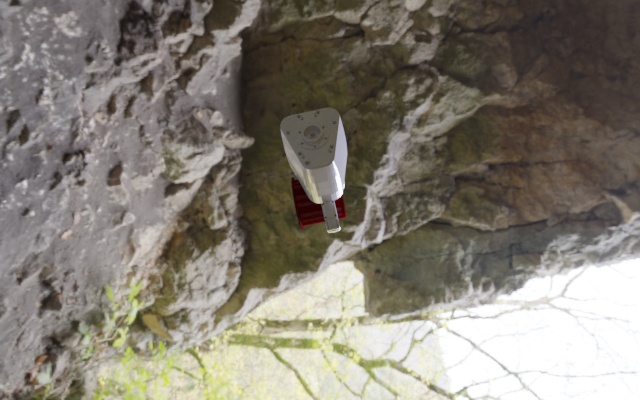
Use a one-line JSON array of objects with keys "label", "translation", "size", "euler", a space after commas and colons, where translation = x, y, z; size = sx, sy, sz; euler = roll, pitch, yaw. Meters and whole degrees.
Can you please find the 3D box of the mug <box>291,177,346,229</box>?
[{"label": "mug", "translation": [0.001, 0.003, 0.842], "size": [0.081, 0.093, 0.117], "euler": [-11, -27, 3]}]
